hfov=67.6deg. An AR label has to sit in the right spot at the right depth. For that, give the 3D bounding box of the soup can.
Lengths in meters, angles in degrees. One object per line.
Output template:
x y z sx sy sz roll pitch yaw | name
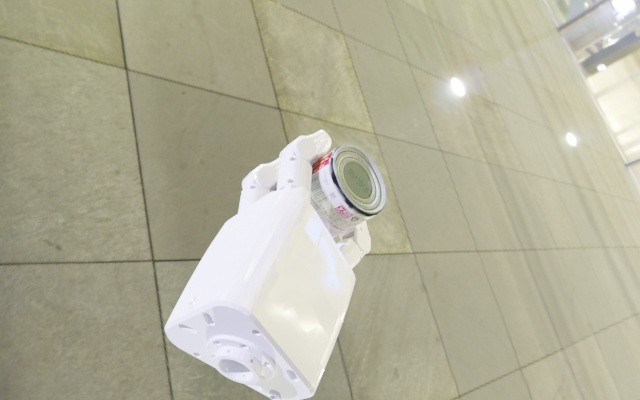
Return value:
0.001 0.001 0.434 0.068 0.068 0.102 0 -23 -47 | soup can
